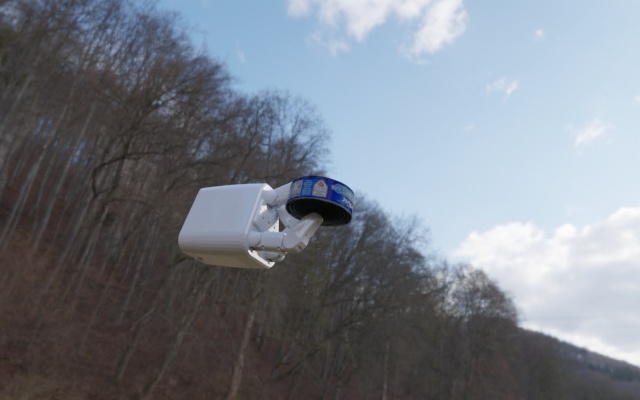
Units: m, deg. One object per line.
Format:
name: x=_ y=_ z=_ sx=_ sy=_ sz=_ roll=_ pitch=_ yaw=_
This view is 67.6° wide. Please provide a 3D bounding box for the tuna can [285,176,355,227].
tuna can: x=0.000 y=0.001 z=0.610 sx=0.086 sy=0.033 sz=0.086 roll=9 pitch=-23 yaw=4
